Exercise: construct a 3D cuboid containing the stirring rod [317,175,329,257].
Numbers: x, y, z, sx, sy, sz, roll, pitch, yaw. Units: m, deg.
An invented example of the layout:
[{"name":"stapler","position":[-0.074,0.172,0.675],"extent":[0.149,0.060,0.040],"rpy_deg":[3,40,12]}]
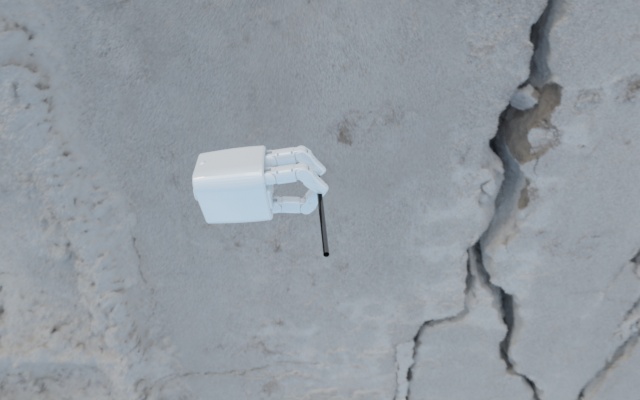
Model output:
[{"name":"stirring rod","position":[0.000,0.002,0.709],"extent":[0.011,0.011,0.239],"rpy_deg":[0,34,-4]}]
